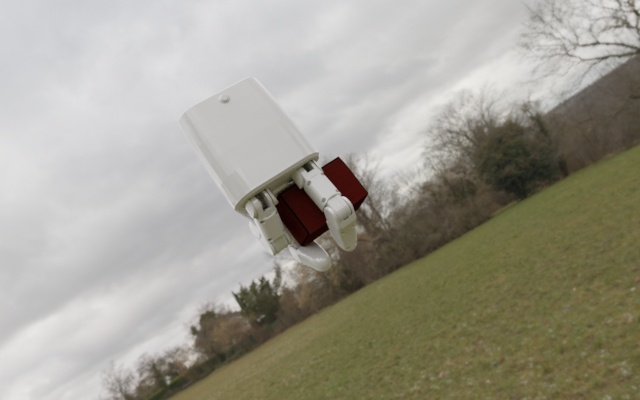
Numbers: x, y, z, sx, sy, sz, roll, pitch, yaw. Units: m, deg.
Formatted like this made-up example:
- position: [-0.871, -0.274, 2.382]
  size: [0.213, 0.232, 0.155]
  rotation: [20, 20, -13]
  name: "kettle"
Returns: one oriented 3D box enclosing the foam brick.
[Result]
- position: [0.000, 0.002, 0.489]
  size: [0.078, 0.051, 0.053]
  rotation: [-34, -11, -20]
  name: "foam brick"
